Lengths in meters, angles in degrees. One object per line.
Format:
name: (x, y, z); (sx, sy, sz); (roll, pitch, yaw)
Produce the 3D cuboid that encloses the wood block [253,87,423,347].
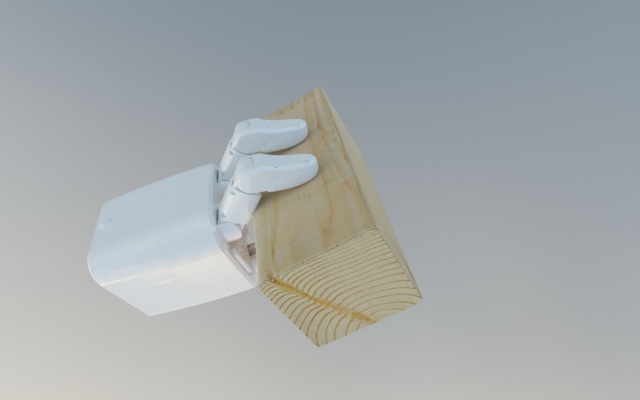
wood block: (0.000, 0.002, 0.406); (0.090, 0.091, 0.206); (-27, 39, 10)
